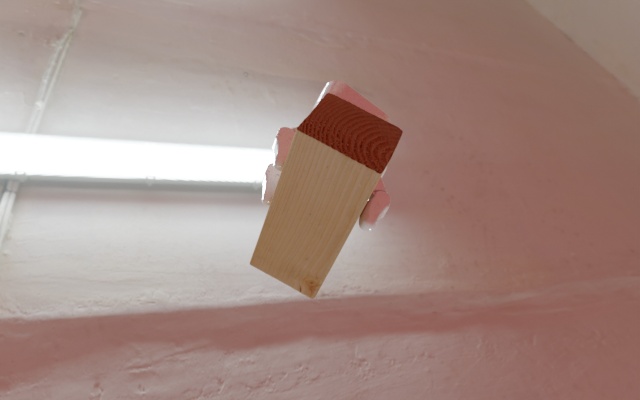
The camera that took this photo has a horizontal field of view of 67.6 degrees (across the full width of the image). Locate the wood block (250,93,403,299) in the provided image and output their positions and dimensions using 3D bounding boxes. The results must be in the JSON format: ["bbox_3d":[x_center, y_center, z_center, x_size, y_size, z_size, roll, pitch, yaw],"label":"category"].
[{"bbox_3d":[0.000,0.002,0.530,0.091,0.206,0.090,28,42,4],"label":"wood block"}]
